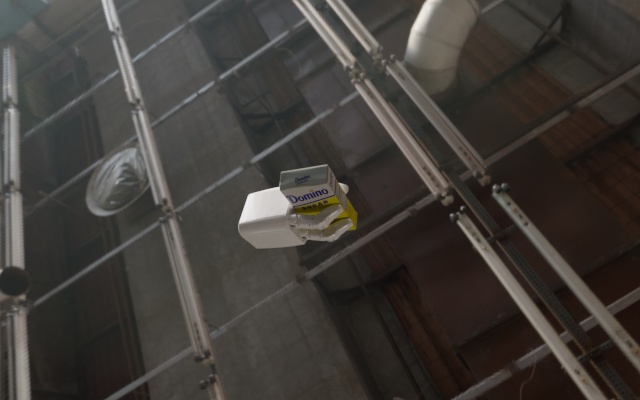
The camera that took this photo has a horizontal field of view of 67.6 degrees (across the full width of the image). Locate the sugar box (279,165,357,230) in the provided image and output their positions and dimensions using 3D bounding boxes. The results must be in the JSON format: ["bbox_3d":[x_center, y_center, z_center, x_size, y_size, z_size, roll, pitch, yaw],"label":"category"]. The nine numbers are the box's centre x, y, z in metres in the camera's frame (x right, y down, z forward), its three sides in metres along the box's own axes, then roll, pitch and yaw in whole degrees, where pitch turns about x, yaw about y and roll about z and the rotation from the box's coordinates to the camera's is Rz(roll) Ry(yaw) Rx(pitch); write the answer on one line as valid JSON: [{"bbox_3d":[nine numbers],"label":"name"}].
[{"bbox_3d":[0.000,0.003,0.897,0.093,0.048,0.176,-8,-30,20],"label":"sugar box"}]
